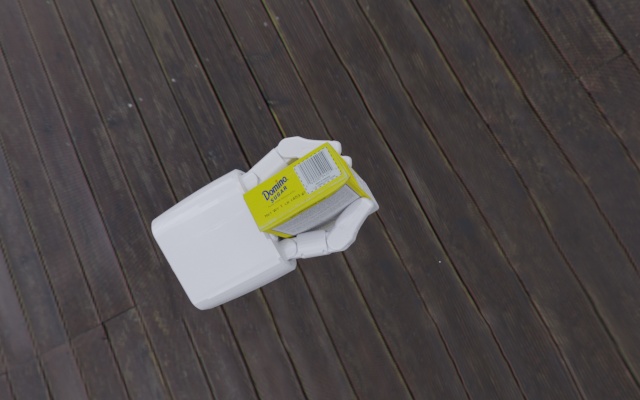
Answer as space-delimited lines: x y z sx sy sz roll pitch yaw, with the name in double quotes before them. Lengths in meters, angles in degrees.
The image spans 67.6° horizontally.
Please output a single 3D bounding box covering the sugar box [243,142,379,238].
"sugar box" 0.000 0.001 0.492 0.093 0.048 0.176 -30 -13 8
